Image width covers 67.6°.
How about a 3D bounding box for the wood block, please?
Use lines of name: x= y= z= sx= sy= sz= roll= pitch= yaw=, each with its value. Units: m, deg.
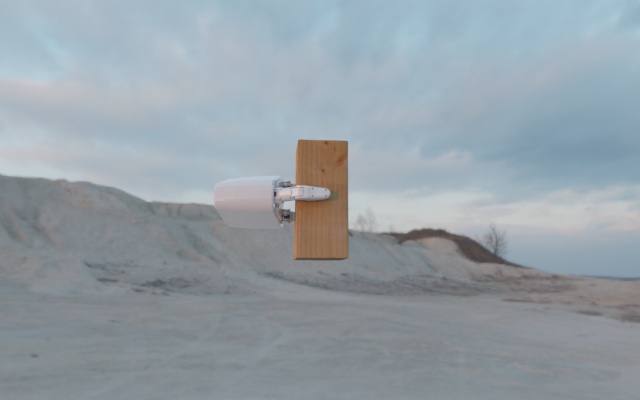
wood block: x=0.000 y=0.003 z=0.859 sx=0.090 sy=0.206 sz=0.091 roll=1 pitch=-9 yaw=-6
